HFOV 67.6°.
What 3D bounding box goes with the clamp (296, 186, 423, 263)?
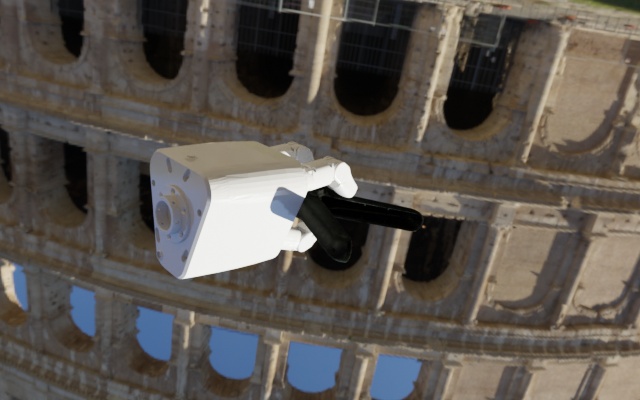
[{"bbox_3d":[-0.001,0.002,0.527,0.210,0.036,0.164,27,22,37],"label":"clamp"}]
